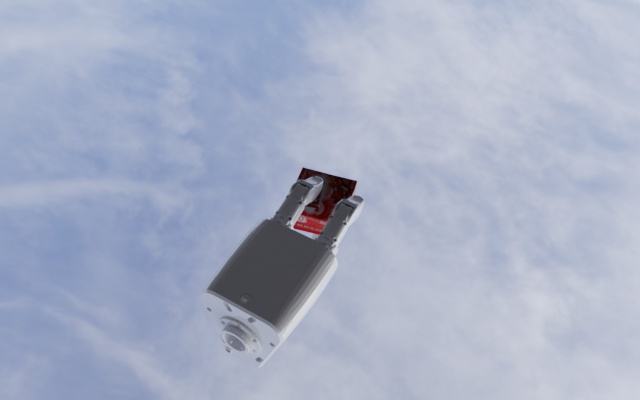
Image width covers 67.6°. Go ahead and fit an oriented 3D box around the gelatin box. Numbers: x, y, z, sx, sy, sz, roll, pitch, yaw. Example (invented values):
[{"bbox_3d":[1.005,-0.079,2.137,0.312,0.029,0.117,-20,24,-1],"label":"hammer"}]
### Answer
[{"bbox_3d":[0.000,0.002,0.582,0.073,0.030,0.089,14,41,7],"label":"gelatin box"}]
